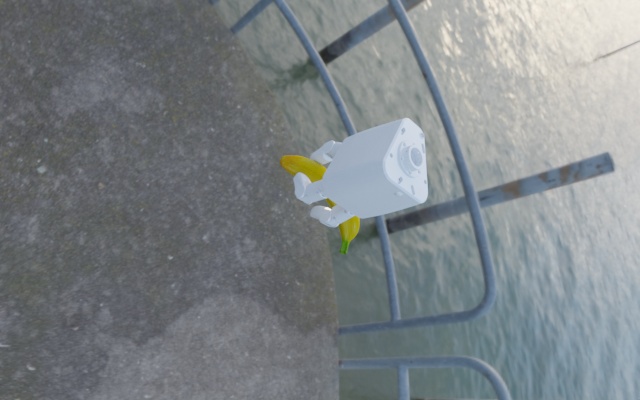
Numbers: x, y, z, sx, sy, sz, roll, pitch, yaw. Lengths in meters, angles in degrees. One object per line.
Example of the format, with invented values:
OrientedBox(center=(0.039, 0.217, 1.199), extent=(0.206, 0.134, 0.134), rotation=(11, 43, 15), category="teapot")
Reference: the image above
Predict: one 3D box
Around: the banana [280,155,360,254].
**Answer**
OrientedBox(center=(0.012, -0.007, 0.764), extent=(0.037, 0.198, 0.069), rotation=(-9, 32, 48), category="banana")
